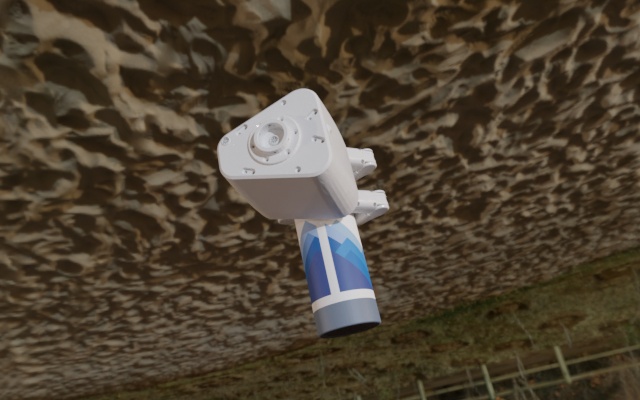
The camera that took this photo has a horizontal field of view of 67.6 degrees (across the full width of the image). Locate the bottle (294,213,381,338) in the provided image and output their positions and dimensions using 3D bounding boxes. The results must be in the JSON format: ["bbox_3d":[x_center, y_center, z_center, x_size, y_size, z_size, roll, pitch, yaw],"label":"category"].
[{"bbox_3d":[0.000,0.002,0.548,0.069,0.295,0.069,-11,-24,-5],"label":"bottle"}]
